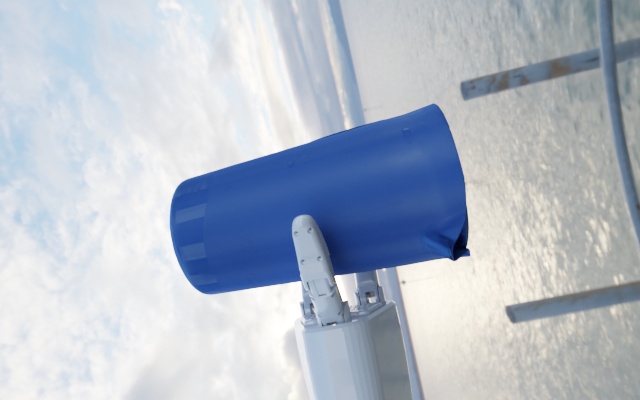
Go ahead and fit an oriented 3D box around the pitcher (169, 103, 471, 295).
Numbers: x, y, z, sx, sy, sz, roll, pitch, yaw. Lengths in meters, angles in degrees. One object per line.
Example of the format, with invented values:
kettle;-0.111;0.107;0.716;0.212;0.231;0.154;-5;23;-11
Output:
pitcher;0.000;0.002;0.429;0.243;0.145;0.149;-13;-4;7
